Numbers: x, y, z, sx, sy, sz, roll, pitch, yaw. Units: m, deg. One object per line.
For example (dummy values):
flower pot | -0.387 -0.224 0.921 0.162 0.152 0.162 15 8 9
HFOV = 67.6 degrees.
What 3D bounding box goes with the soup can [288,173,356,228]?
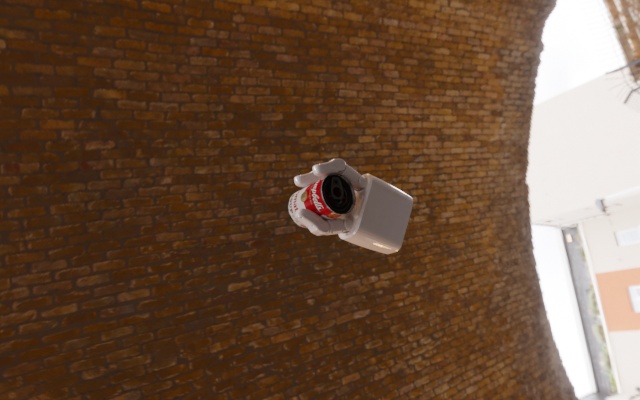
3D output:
soup can | 0.000 0.003 0.785 0.068 0.068 0.102 0 -16 -37
